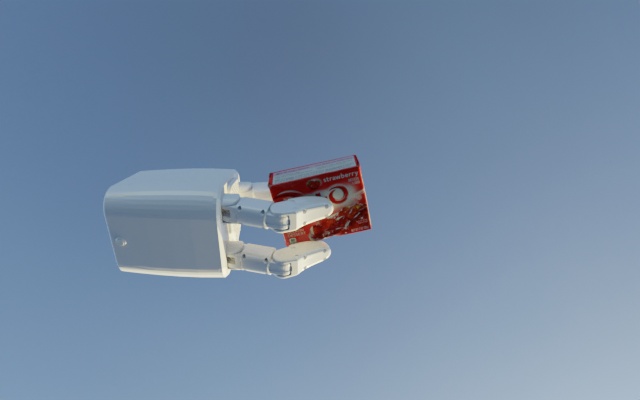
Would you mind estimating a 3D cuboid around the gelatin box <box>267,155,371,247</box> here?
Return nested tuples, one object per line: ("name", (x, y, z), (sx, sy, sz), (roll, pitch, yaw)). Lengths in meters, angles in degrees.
("gelatin box", (0.000, 0.001, 0.468), (0.089, 0.073, 0.030), (-12, 30, 3))
